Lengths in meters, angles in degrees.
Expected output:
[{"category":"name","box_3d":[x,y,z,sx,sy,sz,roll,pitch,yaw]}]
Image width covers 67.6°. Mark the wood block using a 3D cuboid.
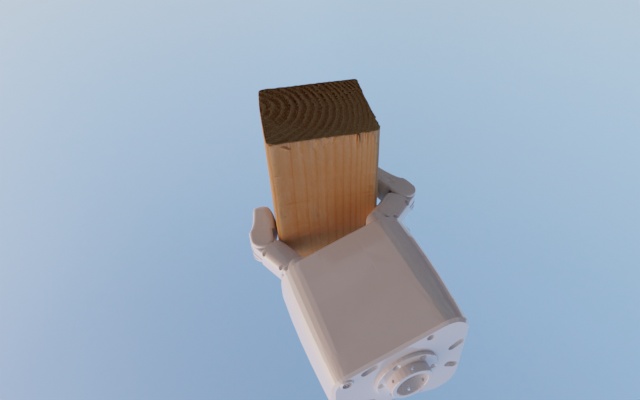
[{"category":"wood block","box_3d":[0.000,0.002,0.456,0.091,0.206,0.090,-8,42,-6]}]
